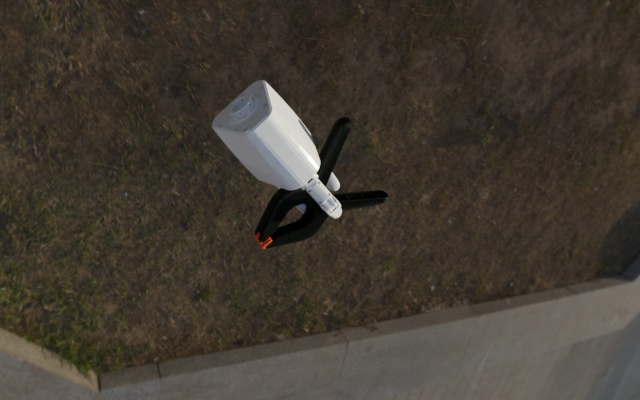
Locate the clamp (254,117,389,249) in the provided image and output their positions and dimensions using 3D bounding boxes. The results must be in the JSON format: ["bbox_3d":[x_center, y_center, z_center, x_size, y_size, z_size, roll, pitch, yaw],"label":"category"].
[{"bbox_3d":[0.000,0.003,0.694,0.165,0.210,0.036,49,-2,-37],"label":"clamp"}]
